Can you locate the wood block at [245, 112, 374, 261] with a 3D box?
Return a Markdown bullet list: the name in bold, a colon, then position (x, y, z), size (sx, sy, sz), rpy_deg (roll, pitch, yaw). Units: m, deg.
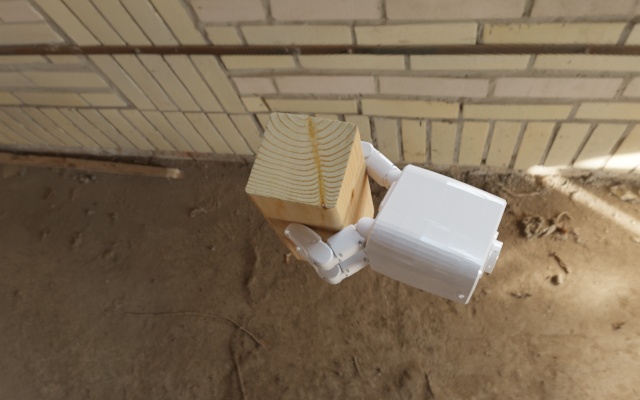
- **wood block**: position (0.001, 0.001, 0.531), size (0.090, 0.090, 0.206), rpy_deg (10, -22, 15)
